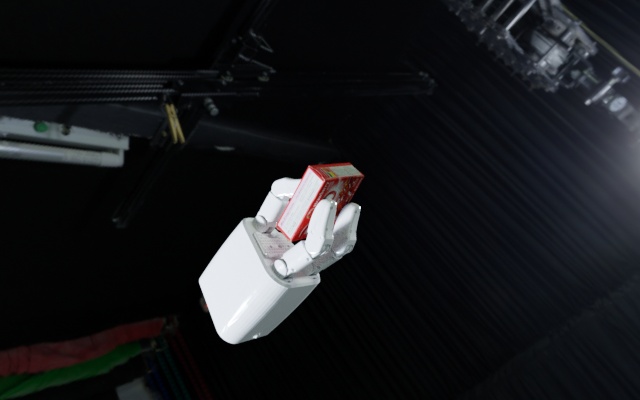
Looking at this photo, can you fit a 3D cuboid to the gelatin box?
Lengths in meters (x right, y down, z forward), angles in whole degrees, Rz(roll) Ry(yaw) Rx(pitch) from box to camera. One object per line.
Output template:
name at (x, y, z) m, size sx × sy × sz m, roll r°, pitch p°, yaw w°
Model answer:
gelatin box at (0.000, 0.001, 0.535) m, size 0.030 × 0.089 × 0.073 m, roll 44°, pitch 31°, yaw 26°
